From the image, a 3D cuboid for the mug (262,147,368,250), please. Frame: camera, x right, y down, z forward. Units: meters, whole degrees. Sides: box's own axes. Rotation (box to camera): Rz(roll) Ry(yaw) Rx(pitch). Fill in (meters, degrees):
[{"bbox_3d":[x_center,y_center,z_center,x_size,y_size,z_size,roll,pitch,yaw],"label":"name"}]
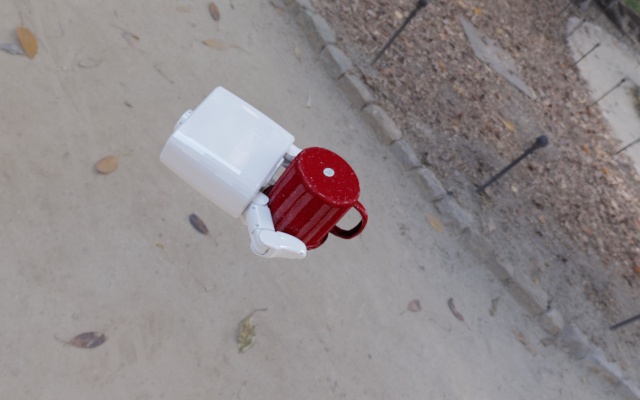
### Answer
[{"bbox_3d":[0.001,0.002,0.531,0.117,0.093,0.081,35,-50,-8],"label":"mug"}]
